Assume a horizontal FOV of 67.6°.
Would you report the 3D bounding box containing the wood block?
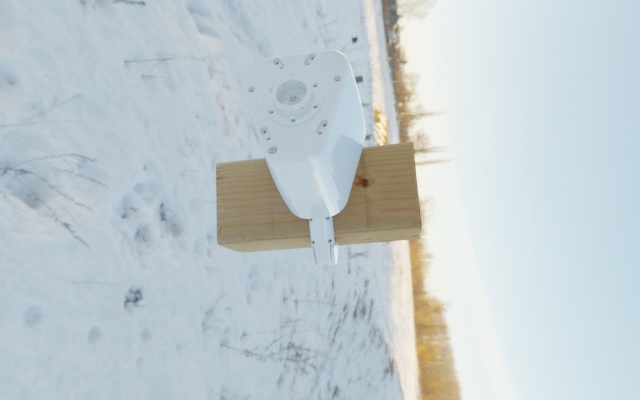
[{"bbox_3d":[0.000,0.002,0.521,0.206,0.090,0.090,-5,-13,9],"label":"wood block"}]
